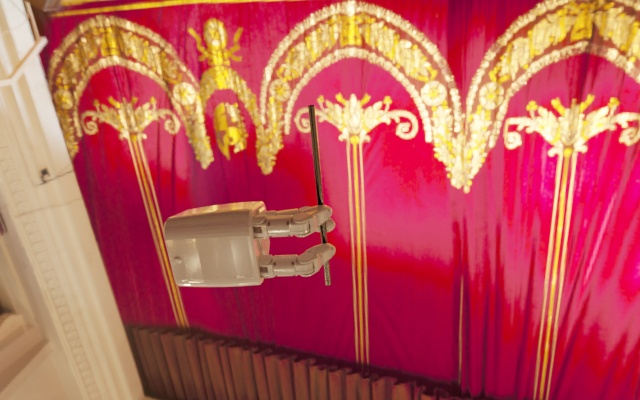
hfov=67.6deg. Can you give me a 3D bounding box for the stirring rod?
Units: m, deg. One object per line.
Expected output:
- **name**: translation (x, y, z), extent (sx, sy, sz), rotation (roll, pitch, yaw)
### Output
- **stirring rod**: translation (0.000, 0.002, 0.591), extent (0.011, 0.240, 0.011), rotation (-5, 24, 2)
